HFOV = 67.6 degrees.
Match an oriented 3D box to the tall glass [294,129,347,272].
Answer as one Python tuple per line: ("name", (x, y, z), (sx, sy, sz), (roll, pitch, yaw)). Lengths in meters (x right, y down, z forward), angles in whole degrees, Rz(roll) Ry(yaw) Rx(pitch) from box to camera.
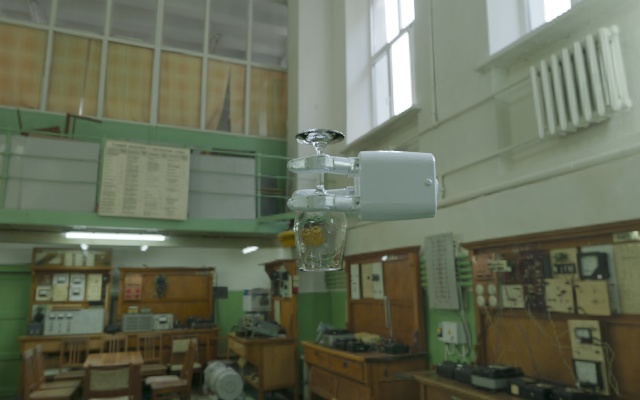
("tall glass", (0.000, 0.002, 0.701), (0.079, 0.201, 0.079), (0, -10, 0))
